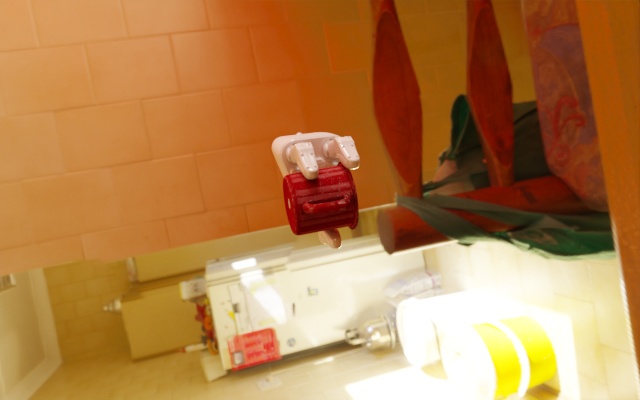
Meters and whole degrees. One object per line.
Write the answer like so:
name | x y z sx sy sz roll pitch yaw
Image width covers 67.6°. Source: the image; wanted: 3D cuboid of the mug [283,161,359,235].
mug | 0.000 0.002 0.618 0.081 0.093 0.117 -10 12 -12
